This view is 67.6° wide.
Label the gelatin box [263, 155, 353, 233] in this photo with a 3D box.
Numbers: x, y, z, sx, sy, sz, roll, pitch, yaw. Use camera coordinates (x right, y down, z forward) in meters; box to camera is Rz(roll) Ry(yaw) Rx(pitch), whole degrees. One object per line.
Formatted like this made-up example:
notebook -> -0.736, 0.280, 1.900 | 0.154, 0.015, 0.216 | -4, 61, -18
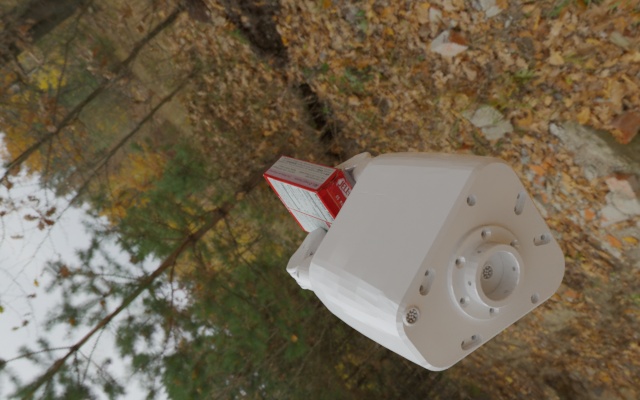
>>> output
gelatin box -> 0.000, 0.002, 0.407 | 0.030, 0.073, 0.089 | -46, 33, -19
